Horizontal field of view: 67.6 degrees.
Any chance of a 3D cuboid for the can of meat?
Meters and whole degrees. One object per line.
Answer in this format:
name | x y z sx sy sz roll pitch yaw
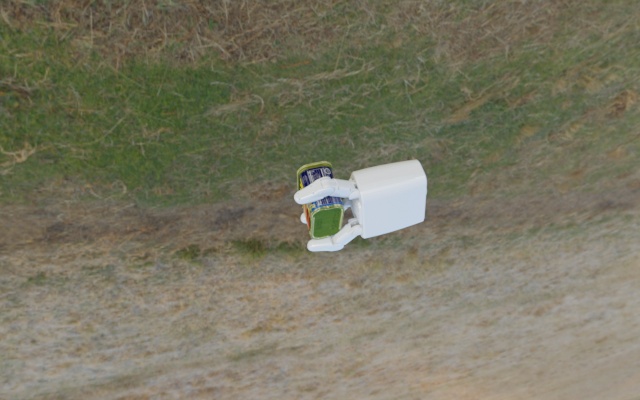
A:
can of meat | 0.000 0.003 0.759 0.057 0.084 0.102 -12 -30 -10
